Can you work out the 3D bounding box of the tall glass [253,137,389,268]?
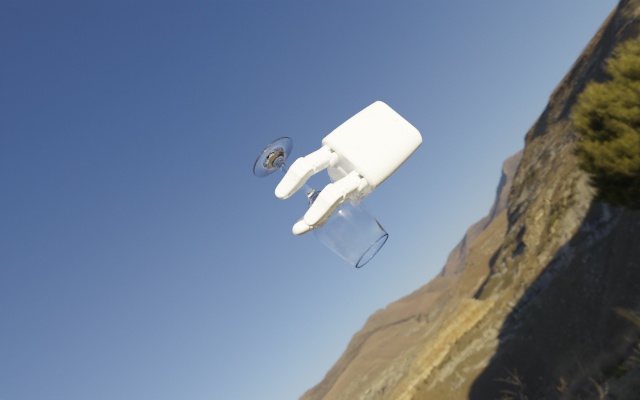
[{"bbox_3d":[0.000,0.002,0.657,0.201,0.079,0.079,44,17,19],"label":"tall glass"}]
